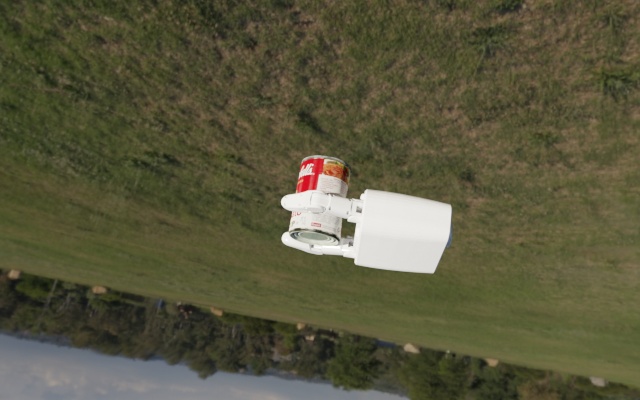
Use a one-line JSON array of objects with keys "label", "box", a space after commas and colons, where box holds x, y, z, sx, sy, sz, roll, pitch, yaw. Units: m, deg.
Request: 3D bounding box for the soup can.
[{"label": "soup can", "box": [0.000, 0.002, 0.622, 0.068, 0.102, 0.068, 9, -19, 3]}]
